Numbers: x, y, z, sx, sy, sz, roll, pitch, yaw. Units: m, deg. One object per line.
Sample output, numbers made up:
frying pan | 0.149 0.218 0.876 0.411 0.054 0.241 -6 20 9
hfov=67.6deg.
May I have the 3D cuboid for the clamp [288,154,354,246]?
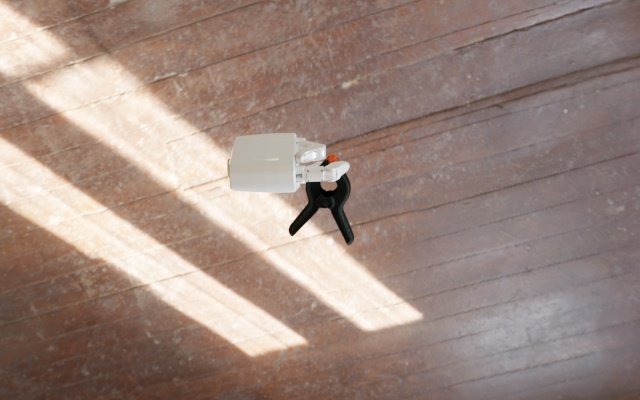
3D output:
clamp | 0.000 0.003 0.845 0.120 0.171 0.039 -2 23 -1
